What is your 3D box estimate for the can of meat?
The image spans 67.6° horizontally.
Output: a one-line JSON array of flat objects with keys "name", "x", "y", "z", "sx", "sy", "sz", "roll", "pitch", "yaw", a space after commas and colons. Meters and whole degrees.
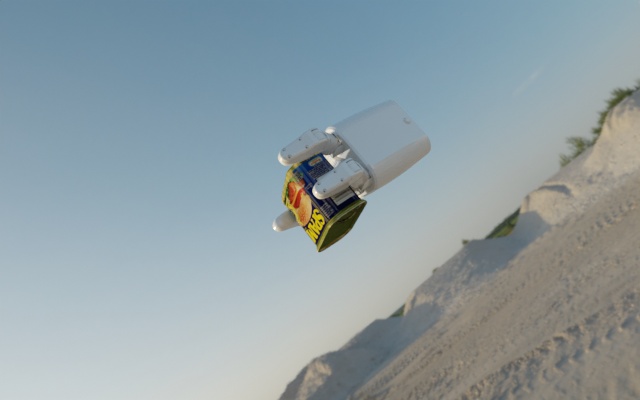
[{"name": "can of meat", "x": 0.000, "y": 0.002, "z": 0.572, "sx": 0.057, "sy": 0.084, "sz": 0.102, "roll": -32, "pitch": -17, "yaw": -24}]
